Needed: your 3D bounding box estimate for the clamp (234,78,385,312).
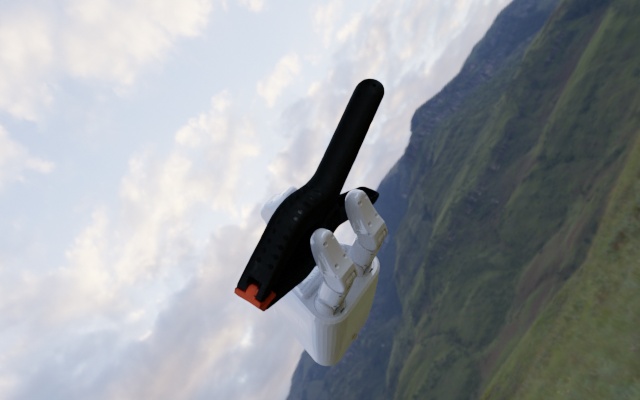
[{"bbox_3d":[-0.001,0.002,0.421,0.036,0.165,0.210,25,52,23],"label":"clamp"}]
